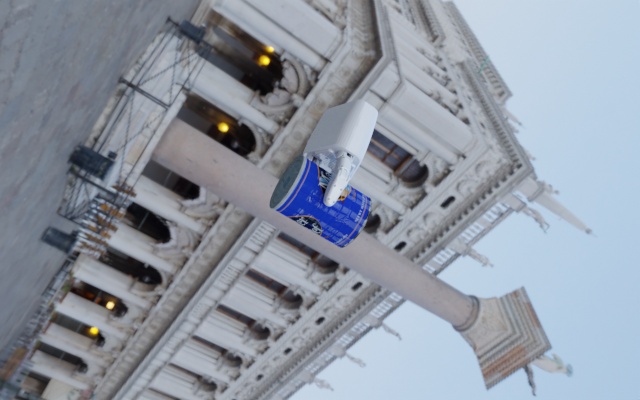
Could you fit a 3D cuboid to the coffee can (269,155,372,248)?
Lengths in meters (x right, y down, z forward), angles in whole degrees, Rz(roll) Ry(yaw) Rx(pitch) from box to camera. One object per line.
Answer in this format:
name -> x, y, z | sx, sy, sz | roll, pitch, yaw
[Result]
coffee can -> 0.000, 0.003, 0.804 | 0.140, 0.103, 0.103 | 31, -10, -17
